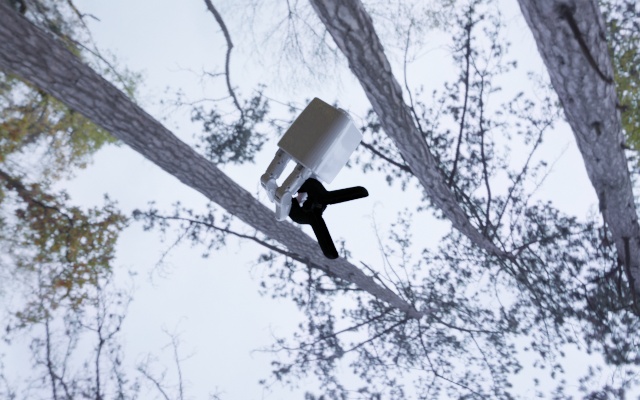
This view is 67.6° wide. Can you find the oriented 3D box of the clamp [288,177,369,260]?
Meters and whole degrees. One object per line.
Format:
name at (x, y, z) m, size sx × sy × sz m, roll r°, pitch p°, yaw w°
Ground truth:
clamp at (0.000, 0.003, 0.765) m, size 0.171 × 0.120 × 0.039 m, roll 39°, pitch 3°, yaw 38°
